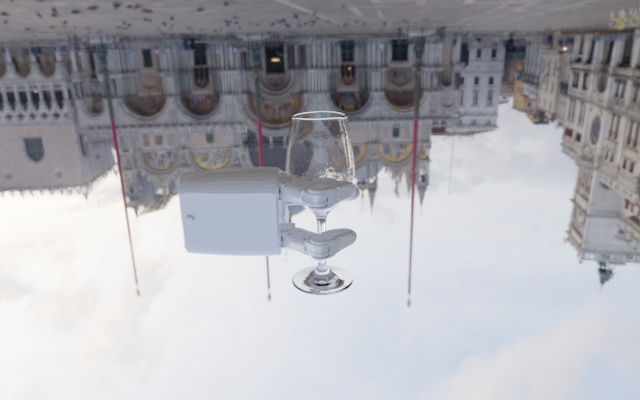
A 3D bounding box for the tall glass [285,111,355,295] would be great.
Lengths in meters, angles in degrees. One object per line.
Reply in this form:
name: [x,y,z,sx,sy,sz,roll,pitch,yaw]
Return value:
tall glass: [0.000,0.002,0.548,0.079,0.201,0.079,-1,18,0]
